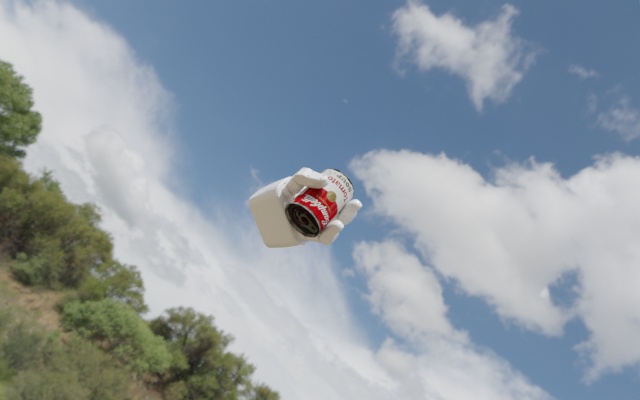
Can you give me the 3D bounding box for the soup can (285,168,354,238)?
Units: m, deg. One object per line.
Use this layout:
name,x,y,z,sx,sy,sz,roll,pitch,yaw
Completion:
soup can,0.001,0.002,0.774,0.068,0.068,0.102,0,35,45
